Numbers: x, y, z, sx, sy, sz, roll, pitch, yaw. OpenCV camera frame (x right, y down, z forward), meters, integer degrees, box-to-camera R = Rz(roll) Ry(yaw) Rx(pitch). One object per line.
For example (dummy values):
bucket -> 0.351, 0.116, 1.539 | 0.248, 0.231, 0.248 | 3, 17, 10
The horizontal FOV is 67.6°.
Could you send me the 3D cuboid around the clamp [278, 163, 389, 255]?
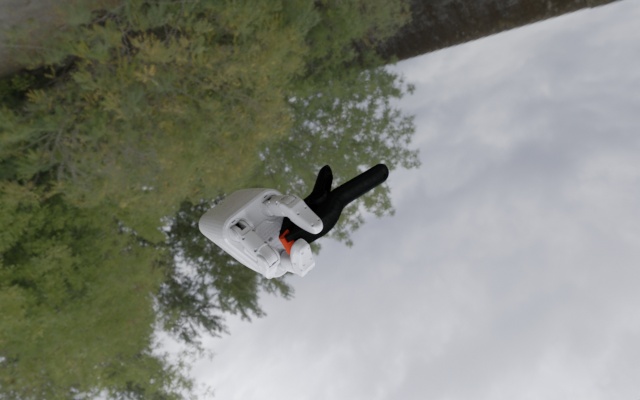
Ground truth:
clamp -> 0.000, 0.003, 0.638 | 0.171, 0.039, 0.120 | -39, 23, -25
